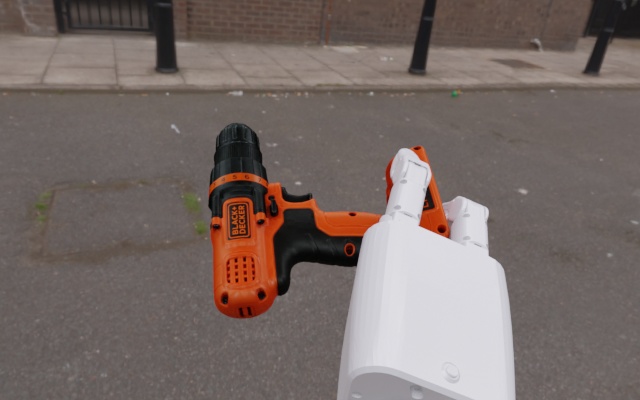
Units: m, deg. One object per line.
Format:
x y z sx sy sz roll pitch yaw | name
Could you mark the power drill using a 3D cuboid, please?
0.001 0.001 0.404 0.187 0.184 0.057 -6 -33 -3 | power drill
